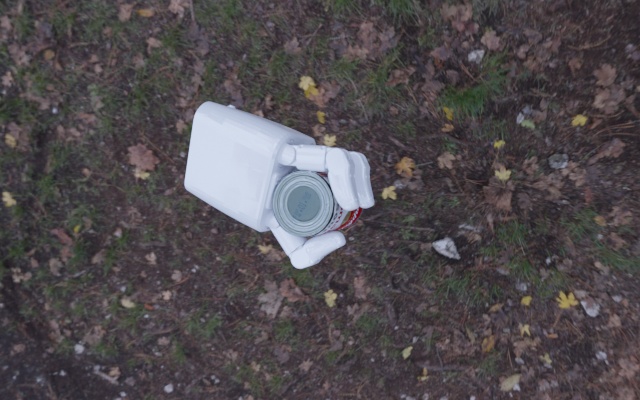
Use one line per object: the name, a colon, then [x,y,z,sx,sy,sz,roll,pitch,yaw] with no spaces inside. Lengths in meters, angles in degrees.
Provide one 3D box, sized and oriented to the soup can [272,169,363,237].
soup can: [0.000,0.002,0.507,0.068,0.068,0.102,0,1,21]
